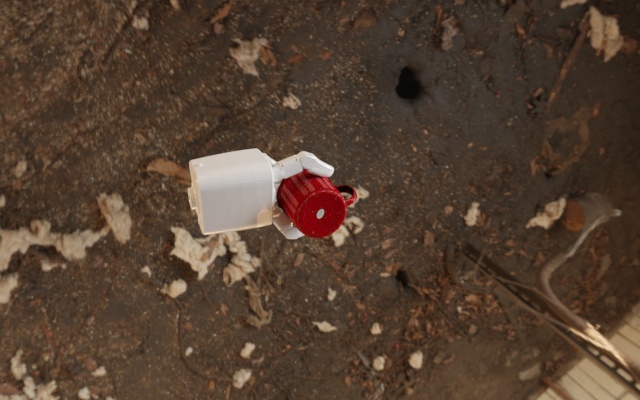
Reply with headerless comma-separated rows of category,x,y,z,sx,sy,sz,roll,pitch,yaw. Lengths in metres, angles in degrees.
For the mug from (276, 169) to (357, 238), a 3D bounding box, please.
mug,0.002,0.002,0.727,0.117,0.093,0.081,-12,28,-16
